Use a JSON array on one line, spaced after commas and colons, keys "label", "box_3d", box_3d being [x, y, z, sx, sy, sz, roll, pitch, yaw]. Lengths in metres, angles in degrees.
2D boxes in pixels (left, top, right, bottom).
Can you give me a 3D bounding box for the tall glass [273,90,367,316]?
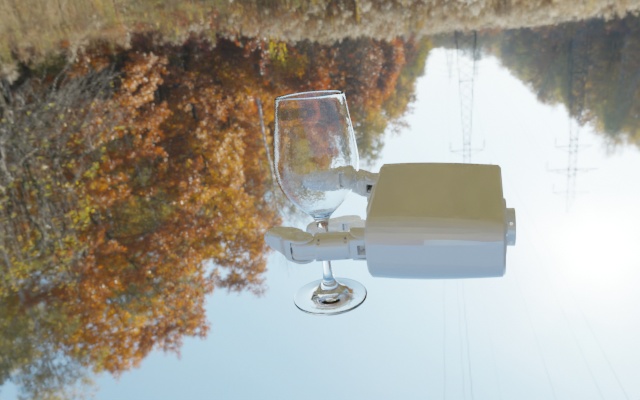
[{"label": "tall glass", "box_3d": [0.000, 0.002, 0.448, 0.079, 0.201, 0.079, -6, 17, 2]}]
